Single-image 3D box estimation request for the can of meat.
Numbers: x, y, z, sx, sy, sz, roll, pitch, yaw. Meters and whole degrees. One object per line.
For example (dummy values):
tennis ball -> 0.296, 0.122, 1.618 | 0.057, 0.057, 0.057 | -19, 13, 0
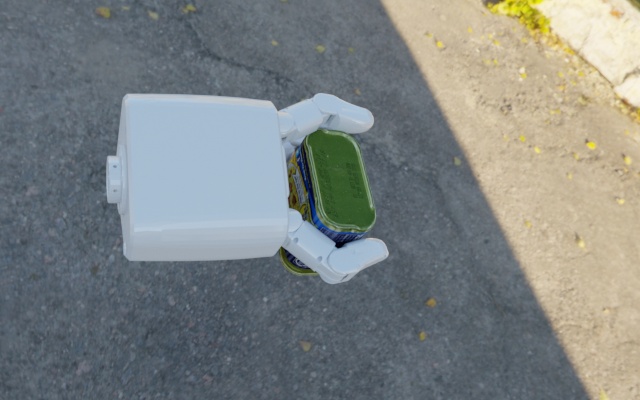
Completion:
can of meat -> 0.000, 0.001, 0.411 | 0.057, 0.102, 0.084 | 3, -32, -25
